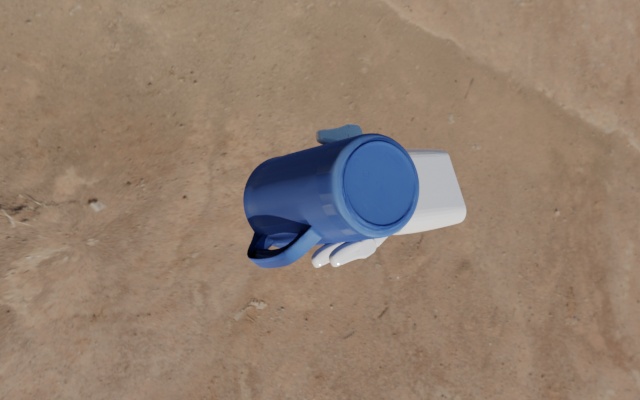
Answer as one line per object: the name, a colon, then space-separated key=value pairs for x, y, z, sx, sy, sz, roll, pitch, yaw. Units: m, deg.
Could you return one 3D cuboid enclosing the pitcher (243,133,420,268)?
pitcher: x=0.000 y=0.002 z=0.580 sx=0.145 sy=0.149 sz=0.243 roll=-5 pitch=-2 yaw=-28
